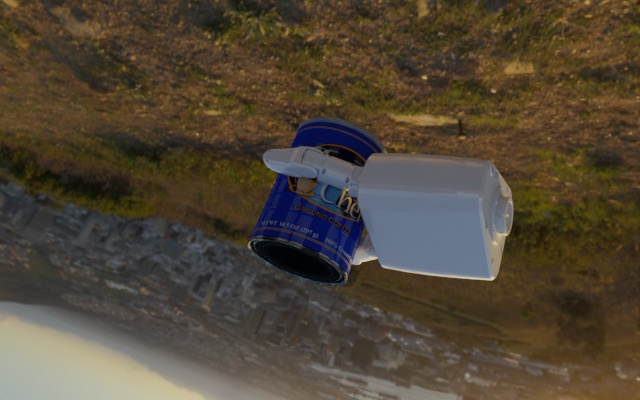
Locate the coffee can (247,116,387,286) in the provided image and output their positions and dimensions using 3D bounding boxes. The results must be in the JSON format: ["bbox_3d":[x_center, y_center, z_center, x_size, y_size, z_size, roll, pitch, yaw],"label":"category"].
[{"bbox_3d":[0.000,0.001,0.484,0.103,0.140,0.103,18,-24,8],"label":"coffee can"}]
